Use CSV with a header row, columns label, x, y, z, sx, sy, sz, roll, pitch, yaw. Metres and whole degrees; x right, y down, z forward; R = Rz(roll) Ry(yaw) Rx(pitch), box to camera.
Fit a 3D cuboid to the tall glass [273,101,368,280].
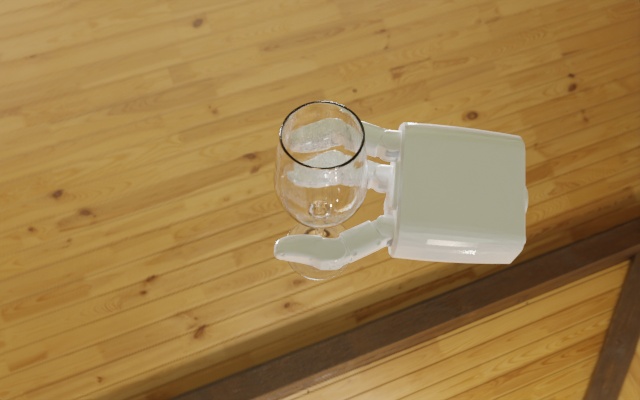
label,x,y,z,sx,sy,sz,roll,pitch,yaw
tall glass,0.000,0.002,0.427,0.079,0.079,0.201,0,-30,-1
